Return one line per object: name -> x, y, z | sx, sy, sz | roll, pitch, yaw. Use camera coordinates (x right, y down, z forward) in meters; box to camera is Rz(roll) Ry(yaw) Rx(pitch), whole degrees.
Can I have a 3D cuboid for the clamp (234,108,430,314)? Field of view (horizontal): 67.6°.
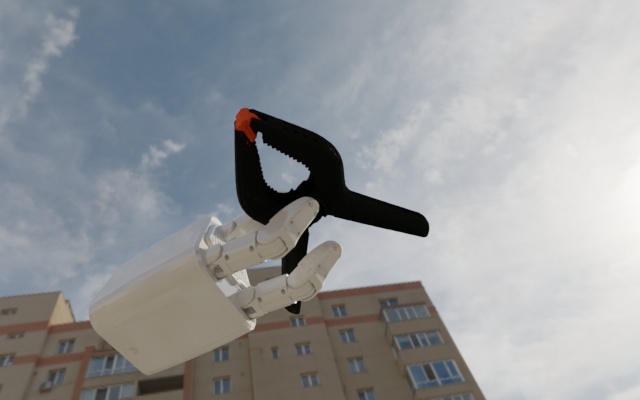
clamp -> -0.001, 0.001, 0.425 | 0.164, 0.210, 0.036 | -27, 33, 2
